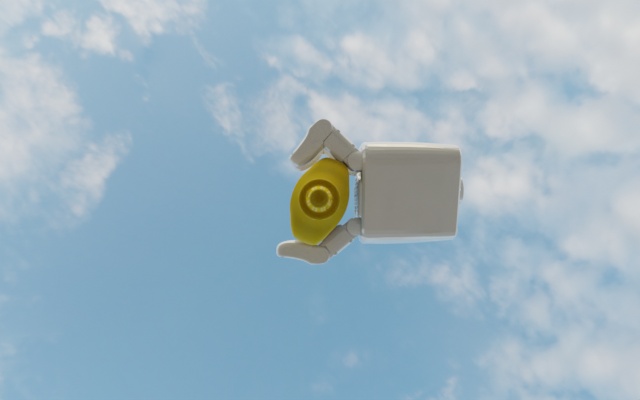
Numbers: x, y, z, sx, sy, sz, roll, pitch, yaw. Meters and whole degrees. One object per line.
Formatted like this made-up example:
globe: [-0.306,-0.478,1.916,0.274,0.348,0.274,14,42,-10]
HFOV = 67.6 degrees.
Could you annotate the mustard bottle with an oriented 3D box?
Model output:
mustard bottle: [0.000,0.002,0.534,0.058,0.096,0.191,24,-2,1]
